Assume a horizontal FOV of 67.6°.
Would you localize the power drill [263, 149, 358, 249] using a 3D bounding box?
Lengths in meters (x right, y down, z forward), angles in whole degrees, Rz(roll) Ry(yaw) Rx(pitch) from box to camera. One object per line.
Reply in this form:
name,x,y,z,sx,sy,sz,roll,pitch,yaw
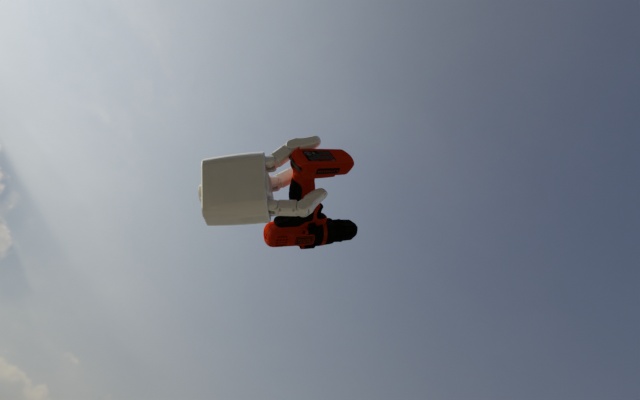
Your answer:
power drill,0.000,0.002,0.842,0.184,0.188,0.057,-3,34,-27
